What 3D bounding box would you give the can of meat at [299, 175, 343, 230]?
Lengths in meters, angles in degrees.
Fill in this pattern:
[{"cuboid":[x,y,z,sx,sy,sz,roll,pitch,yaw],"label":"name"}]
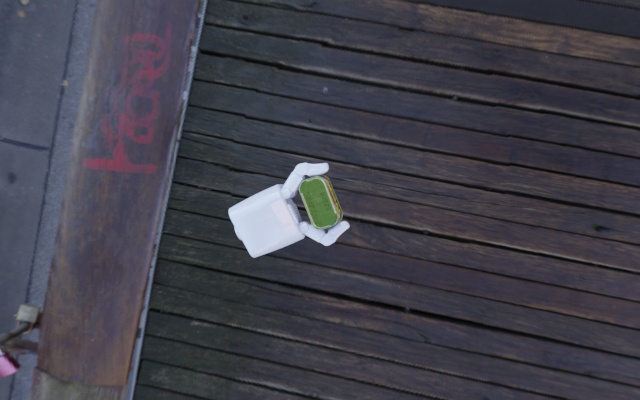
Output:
[{"cuboid":[0.000,0.003,0.893,0.057,0.102,0.084,-21,0,6],"label":"can of meat"}]
